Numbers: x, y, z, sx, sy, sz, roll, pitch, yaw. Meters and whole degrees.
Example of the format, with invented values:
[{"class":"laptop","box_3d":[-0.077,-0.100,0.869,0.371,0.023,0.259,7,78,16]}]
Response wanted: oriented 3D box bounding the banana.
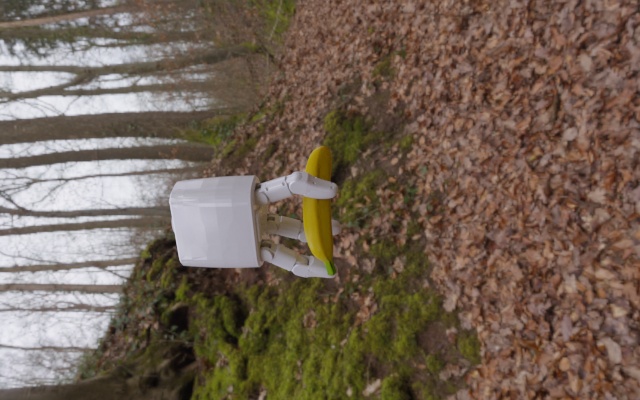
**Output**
[{"class":"banana","box_3d":[-0.002,-0.004,0.634,0.037,0.197,0.070,-4,-29,6]}]
